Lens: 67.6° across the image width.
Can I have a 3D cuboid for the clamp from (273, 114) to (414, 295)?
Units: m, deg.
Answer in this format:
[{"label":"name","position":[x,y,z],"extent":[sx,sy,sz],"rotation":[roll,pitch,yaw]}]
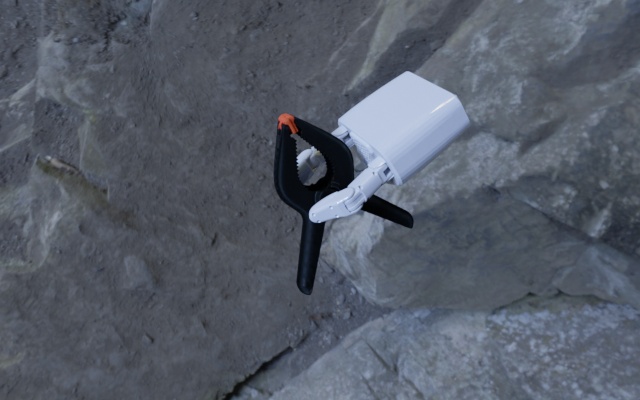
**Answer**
[{"label":"clamp","position":[0.000,0.001,0.544],"extent":[0.164,0.210,0.036],"rotation":[-39,27,-6]}]
